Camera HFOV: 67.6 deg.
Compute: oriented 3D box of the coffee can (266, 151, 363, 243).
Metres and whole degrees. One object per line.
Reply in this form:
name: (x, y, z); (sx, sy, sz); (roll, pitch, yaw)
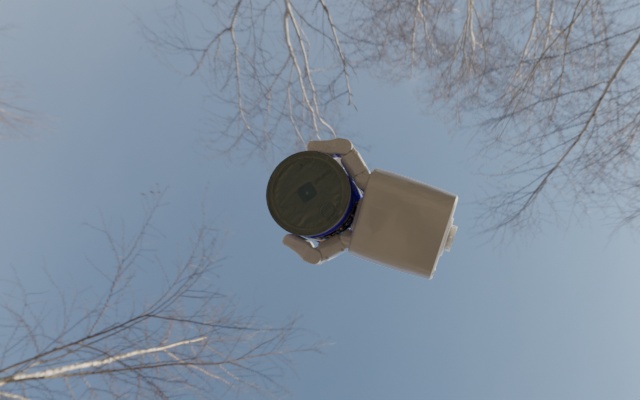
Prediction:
coffee can: (0.000, 0.002, 0.628); (0.103, 0.103, 0.140); (0, -9, 14)
